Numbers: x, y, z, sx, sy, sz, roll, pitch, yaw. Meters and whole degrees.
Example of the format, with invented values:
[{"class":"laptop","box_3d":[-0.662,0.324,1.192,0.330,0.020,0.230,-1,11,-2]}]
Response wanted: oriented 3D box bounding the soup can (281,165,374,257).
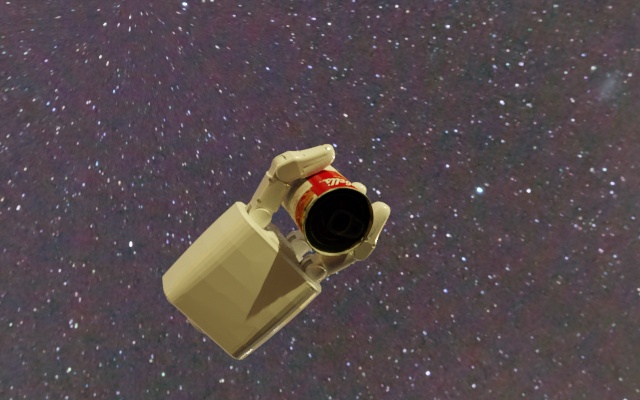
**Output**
[{"class":"soup can","box_3d":[0.000,0.001,0.468,0.068,0.068,0.102,0,22,-21]}]
